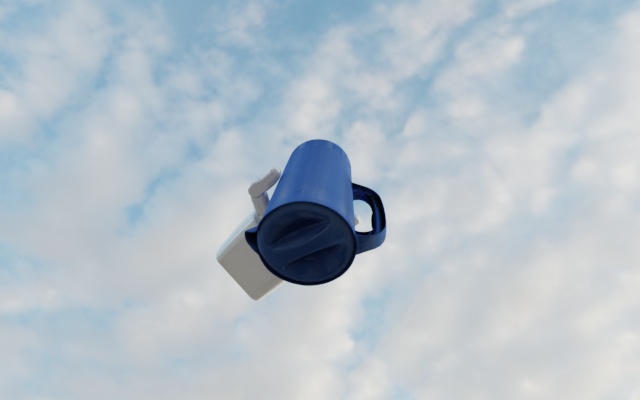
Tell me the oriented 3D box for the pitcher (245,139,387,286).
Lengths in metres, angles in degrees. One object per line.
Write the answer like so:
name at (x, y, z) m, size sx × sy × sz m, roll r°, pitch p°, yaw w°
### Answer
pitcher at (0.000, 0.002, 0.711) m, size 0.149 × 0.145 × 0.242 m, roll 39°, pitch 26°, yaw -17°
